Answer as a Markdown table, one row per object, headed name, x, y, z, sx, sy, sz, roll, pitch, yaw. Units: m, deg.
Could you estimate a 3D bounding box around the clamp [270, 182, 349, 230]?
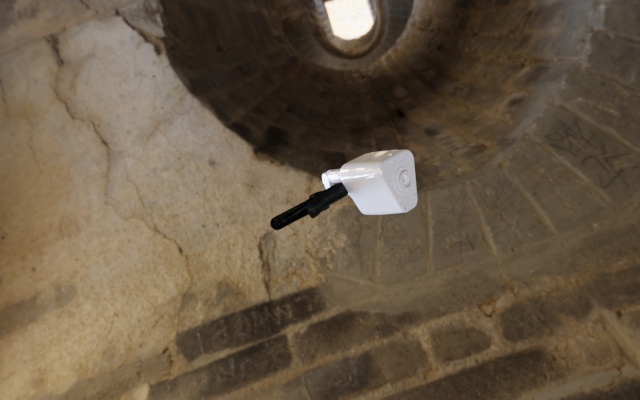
| name | x | y | z | sx | sy | sz | roll | pitch | yaw |
| --- | --- | --- | --- | --- | --- | --- | --- | --- | --- |
| clamp | 0.000 | 0.003 | 0.867 | 0.171 | 0.039 | 0.120 | -32 | 14 | -34 |
